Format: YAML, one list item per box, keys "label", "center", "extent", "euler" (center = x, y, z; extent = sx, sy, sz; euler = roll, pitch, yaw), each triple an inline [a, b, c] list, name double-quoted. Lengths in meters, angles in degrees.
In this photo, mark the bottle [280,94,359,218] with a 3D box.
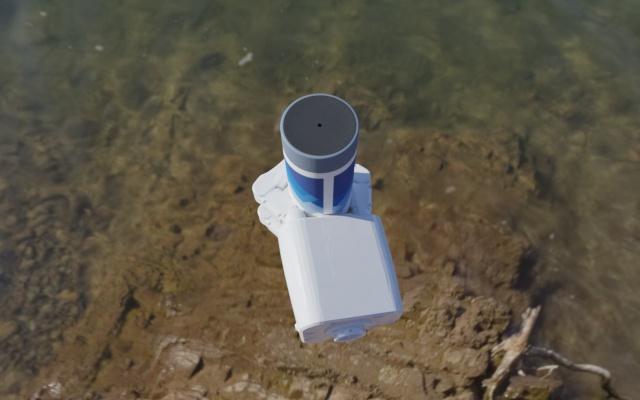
- label: "bottle"
  center: [0.000, 0.002, 0.531]
  extent: [0.069, 0.069, 0.296]
  euler: [0, -26, 0]
